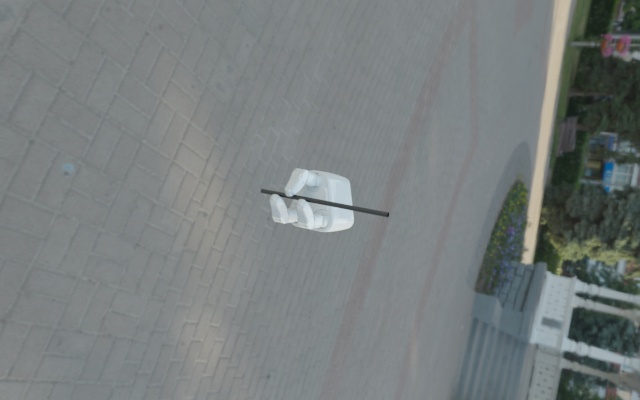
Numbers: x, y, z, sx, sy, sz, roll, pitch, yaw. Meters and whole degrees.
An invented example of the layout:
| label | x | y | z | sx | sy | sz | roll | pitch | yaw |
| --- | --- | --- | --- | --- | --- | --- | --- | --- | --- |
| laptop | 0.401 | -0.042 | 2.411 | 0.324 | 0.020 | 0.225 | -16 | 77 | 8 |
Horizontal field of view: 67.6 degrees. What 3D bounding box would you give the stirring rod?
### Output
| label | x | y | z | sx | sy | sz | roll | pitch | yaw |
| --- | --- | --- | --- | --- | --- | --- | --- | --- | --- |
| stirring rod | 0.000 | 0.003 | 0.792 | 0.239 | 0.011 | 0.011 | 11 | 5 | 28 |
